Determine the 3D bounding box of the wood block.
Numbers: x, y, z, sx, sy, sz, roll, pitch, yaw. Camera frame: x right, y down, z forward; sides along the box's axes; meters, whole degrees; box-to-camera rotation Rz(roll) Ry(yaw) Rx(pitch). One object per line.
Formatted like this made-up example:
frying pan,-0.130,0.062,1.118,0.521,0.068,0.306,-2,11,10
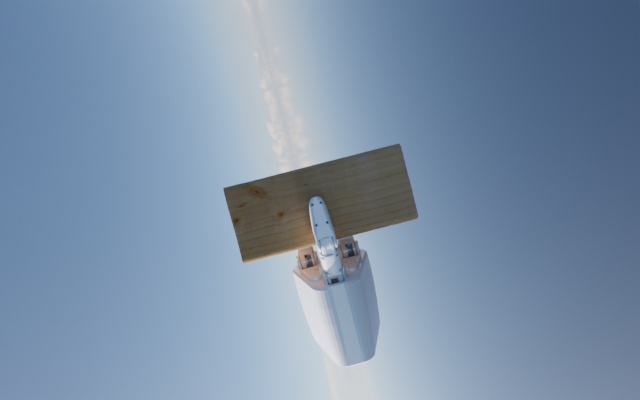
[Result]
wood block,0.000,0.002,0.579,0.206,0.090,0.091,-15,2,-2
